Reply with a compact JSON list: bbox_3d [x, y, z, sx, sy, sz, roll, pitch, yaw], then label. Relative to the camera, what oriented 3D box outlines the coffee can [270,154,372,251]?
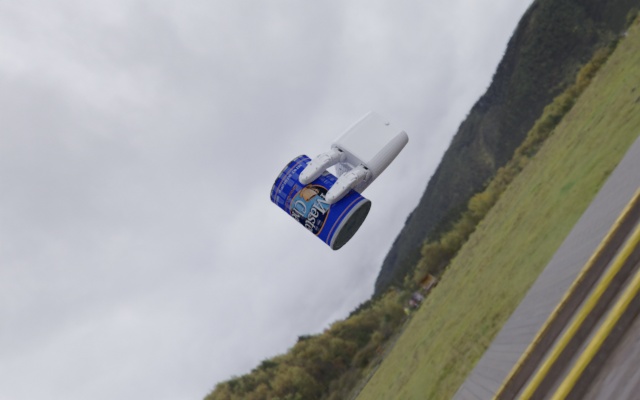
[{"bbox_3d":[0.000,0.003,0.806,0.140,0.103,0.103,37,13,18],"label":"coffee can"}]
